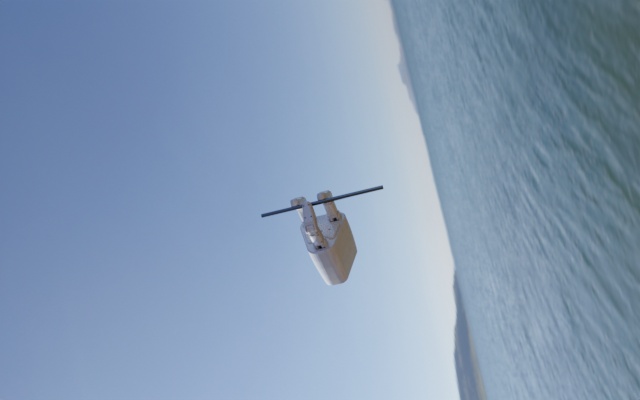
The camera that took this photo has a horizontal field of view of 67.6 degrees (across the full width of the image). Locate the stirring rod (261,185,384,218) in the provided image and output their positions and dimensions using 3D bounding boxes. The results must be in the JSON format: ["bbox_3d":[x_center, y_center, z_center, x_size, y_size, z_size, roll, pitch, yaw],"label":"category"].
[{"bbox_3d":[0.000,0.003,0.898,0.239,0.011,0.011,-13,-3,14],"label":"stirring rod"}]
